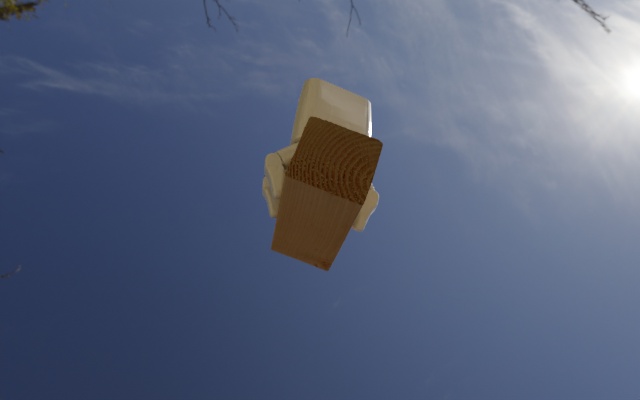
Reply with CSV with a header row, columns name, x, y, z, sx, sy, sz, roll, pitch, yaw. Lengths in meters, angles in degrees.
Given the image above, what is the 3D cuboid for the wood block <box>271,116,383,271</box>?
name,x,y,z,sx,sy,sz,roll,pitch,yaw
wood block,0.000,0.002,0.604,0.091,0.090,0.206,20,-29,1
